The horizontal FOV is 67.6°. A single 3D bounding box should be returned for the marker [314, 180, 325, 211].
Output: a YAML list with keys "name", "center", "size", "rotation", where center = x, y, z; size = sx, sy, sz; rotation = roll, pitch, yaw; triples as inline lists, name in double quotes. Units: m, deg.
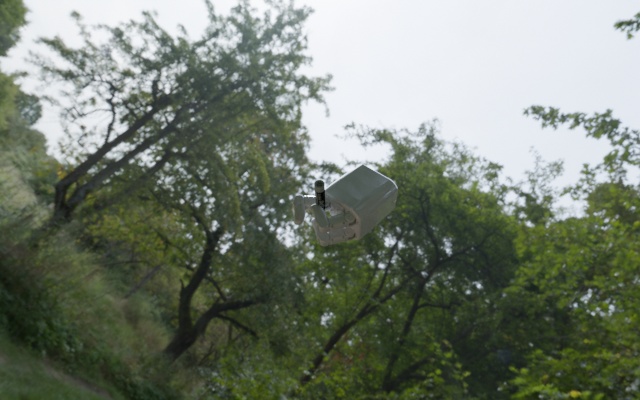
- name: "marker"
  center: [0.000, 0.003, 0.894]
  size: [0.020, 0.020, 0.121]
  rotation: [0, -33, 2]
